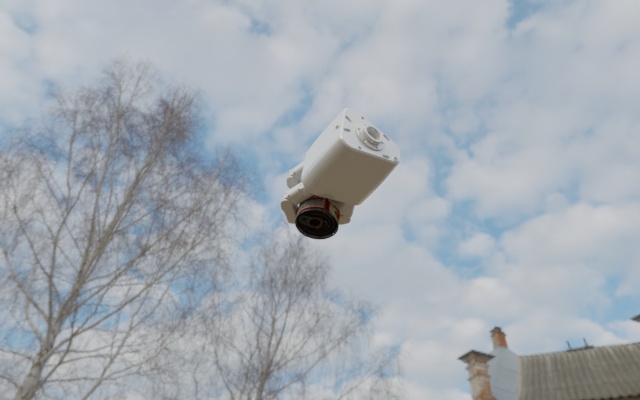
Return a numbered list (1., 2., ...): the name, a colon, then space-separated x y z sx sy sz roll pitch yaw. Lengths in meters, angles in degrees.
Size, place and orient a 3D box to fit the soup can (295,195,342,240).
1. soup can: 0.000 0.003 0.769 0.068 0.069 0.102 5 45 5
